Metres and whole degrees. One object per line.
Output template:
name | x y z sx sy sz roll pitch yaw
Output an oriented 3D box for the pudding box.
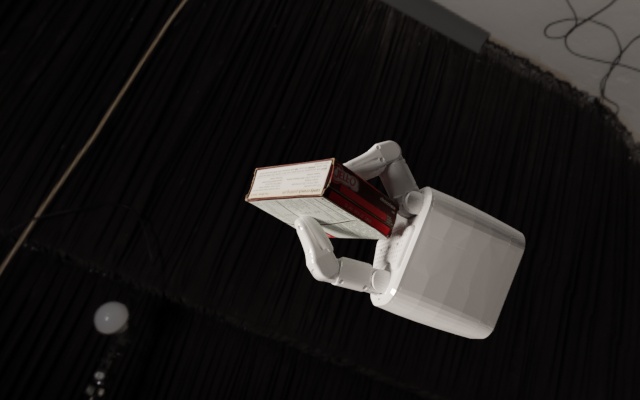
pudding box | 0.000 0.002 0.435 0.113 0.039 0.090 -5 -30 47
